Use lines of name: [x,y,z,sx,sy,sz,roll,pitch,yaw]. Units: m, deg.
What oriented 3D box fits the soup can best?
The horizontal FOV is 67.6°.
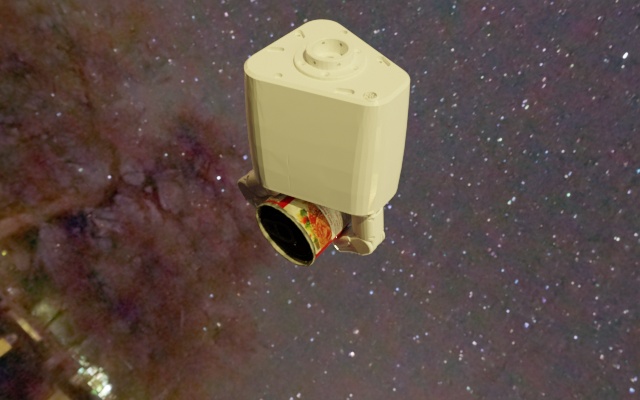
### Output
soup can: [0.000,0.002,0.437,0.102,0.068,0.068,-43,25,-31]
